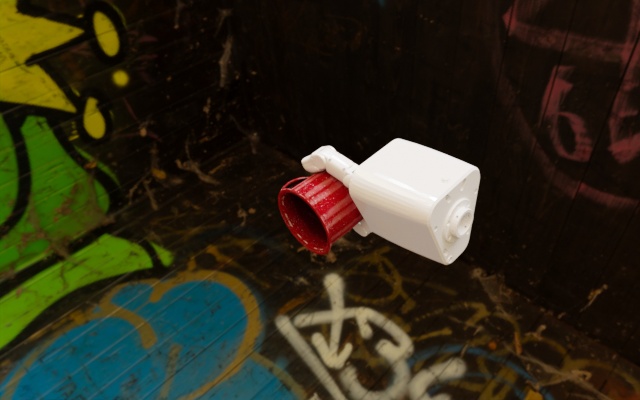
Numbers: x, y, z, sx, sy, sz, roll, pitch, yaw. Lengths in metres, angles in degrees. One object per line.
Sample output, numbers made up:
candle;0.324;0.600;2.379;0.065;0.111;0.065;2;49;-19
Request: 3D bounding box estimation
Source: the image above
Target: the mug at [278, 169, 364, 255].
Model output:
mug;-0.001;0.001;0.597;0.081;0.093;0.117;-35;43;-28
